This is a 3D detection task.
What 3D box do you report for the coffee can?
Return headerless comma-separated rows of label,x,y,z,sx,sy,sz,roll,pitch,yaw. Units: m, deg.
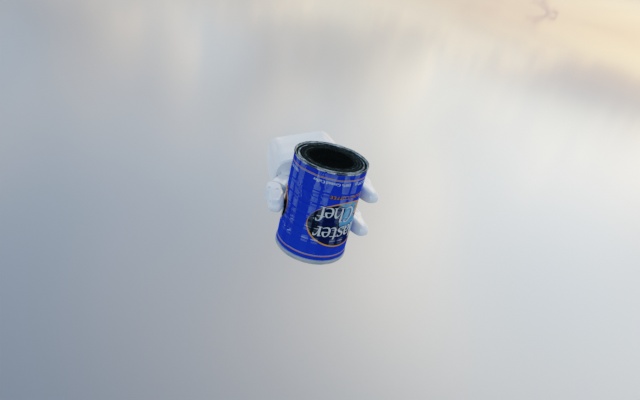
coffee can,0.000,0.002,0.659,0.103,0.140,0.102,11,27,-6
